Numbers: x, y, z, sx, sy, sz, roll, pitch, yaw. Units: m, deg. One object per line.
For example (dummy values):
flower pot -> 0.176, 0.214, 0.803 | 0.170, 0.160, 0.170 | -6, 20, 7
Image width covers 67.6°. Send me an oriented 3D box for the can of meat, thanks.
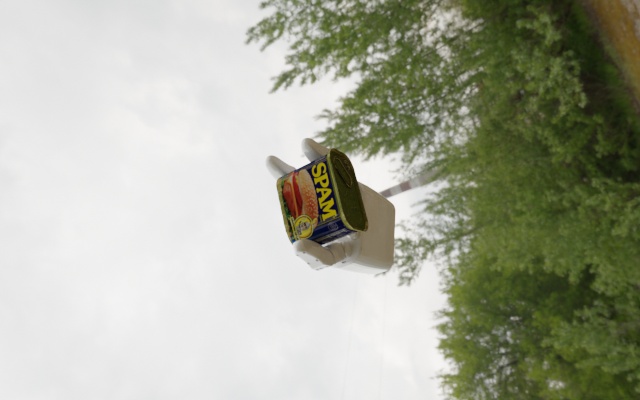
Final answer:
can of meat -> 0.000, 0.002, 0.572 | 0.084, 0.102, 0.057 | -24, -22, 28
